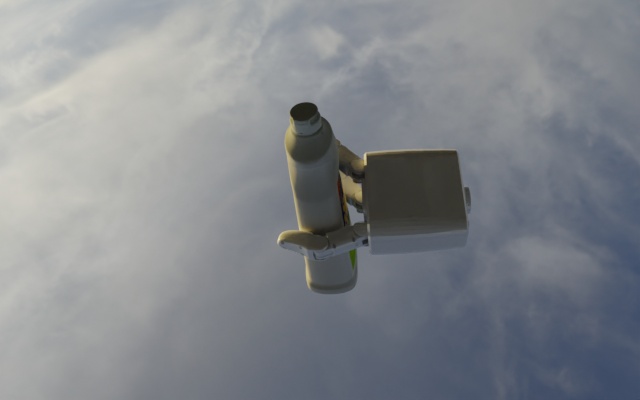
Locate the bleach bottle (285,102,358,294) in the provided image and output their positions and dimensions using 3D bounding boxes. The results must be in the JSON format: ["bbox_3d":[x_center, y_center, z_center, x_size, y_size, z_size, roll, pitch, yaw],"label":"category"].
[{"bbox_3d":[0.000,0.002,0.548,0.068,0.102,0.251,-4,-41,7],"label":"bleach bottle"}]
